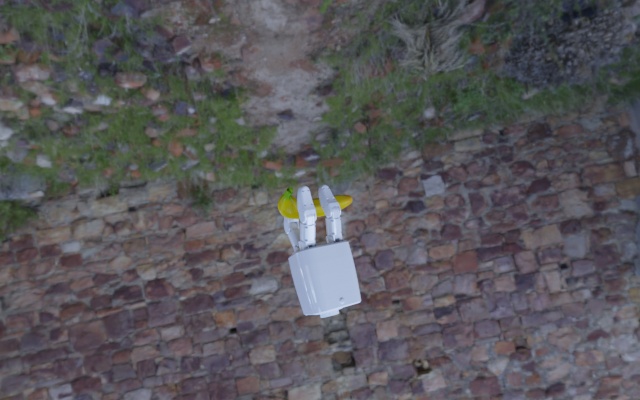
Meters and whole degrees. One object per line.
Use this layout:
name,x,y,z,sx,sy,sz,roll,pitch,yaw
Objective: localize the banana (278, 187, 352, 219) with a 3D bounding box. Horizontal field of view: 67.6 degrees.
banana,-0.016,0.009,0.854,0.069,0.037,0.198,-24,-15,31
